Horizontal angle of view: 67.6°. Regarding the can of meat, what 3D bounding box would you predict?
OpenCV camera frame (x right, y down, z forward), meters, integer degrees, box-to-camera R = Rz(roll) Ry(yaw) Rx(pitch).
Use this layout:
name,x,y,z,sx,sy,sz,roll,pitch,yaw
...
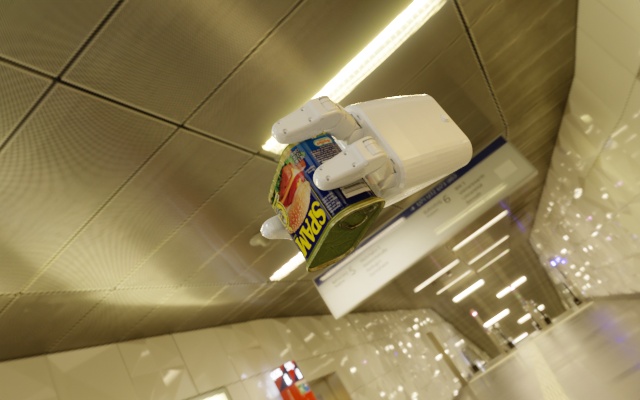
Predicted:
name,x,y,z,sx,sy,sz,roll,pitch,yaw
can of meat,0.000,0.001,0.429,0.057,0.084,0.102,-20,-26,-31
